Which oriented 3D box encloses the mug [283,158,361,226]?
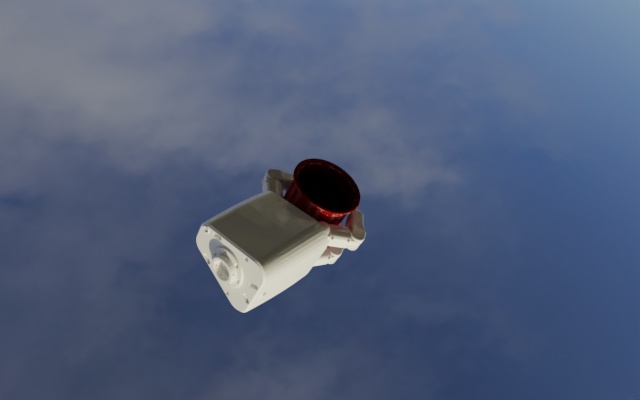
[{"bbox_3d":[0.001,0.002,0.635,0.117,0.093,0.081,-28,-21,-46],"label":"mug"}]
